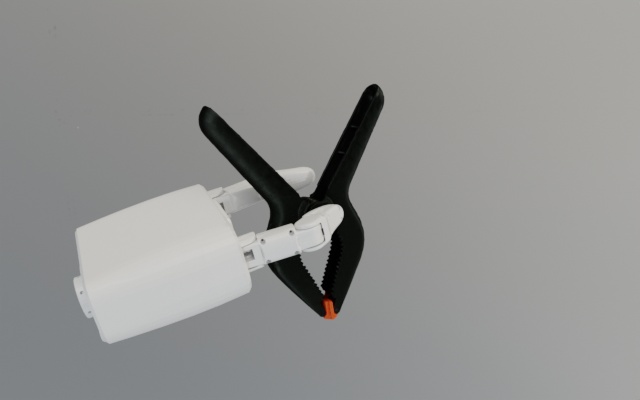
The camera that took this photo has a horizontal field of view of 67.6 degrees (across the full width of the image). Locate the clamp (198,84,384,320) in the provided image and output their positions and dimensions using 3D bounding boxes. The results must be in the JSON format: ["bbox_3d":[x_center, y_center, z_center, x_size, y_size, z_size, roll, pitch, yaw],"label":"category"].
[{"bbox_3d":[0.000,0.002,0.423,0.164,0.210,0.036,-19,16,-19],"label":"clamp"}]
